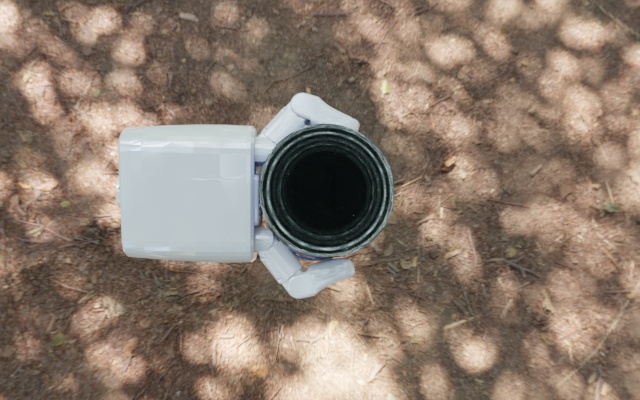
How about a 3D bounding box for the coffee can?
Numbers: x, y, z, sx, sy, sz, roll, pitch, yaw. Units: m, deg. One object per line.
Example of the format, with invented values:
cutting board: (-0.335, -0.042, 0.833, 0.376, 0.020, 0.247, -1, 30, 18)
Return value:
coffee can: (0.000, 0.001, 0.425, 0.103, 0.103, 0.140, 0, -8, -4)
